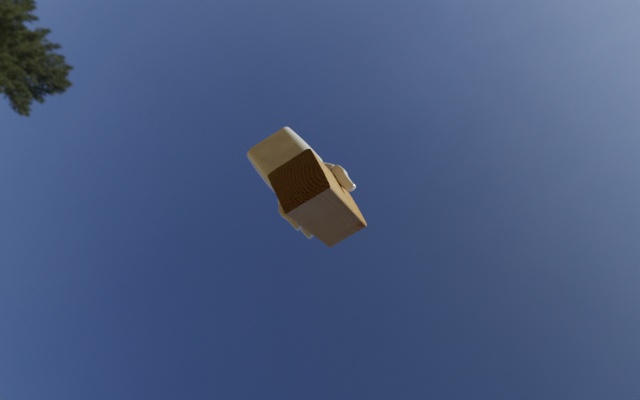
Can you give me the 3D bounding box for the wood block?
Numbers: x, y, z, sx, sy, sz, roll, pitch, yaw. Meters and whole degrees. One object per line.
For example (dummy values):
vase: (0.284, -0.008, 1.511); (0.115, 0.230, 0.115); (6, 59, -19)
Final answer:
wood block: (0.000, 0.002, 0.877); (0.091, 0.090, 0.206); (-32, -29, 9)
